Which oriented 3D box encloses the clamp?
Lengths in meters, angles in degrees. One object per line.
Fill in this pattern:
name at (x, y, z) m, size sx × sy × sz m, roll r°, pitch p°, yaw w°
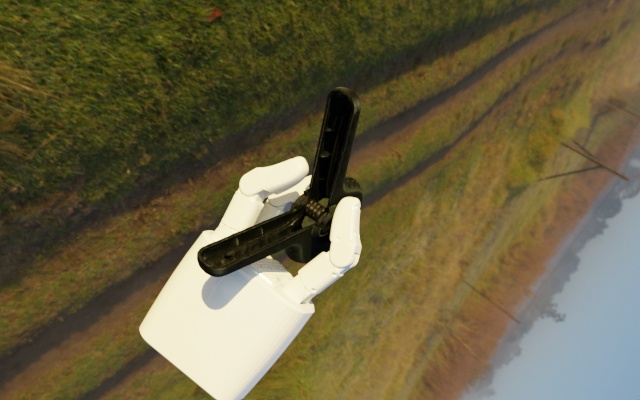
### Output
clamp at (0.001, 0.002, 0.416) m, size 0.036 × 0.164 × 0.210 m, roll 40°, pitch 5°, yaw 22°
